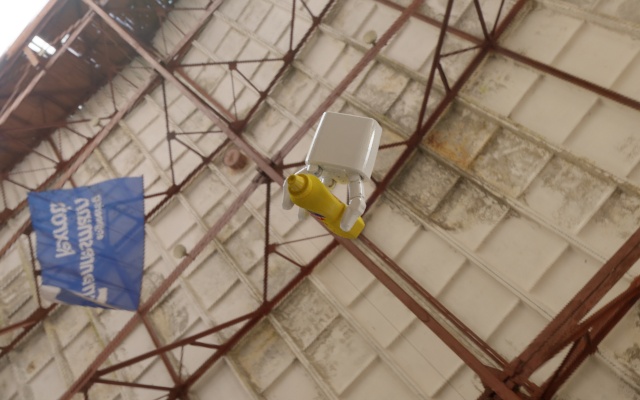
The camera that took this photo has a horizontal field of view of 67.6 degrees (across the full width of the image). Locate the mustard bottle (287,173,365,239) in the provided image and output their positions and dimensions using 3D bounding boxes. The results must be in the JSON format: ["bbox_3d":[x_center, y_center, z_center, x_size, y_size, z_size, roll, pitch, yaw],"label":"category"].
[{"bbox_3d":[0.000,0.003,0.831,0.096,0.058,0.192,36,-2,38],"label":"mustard bottle"}]
